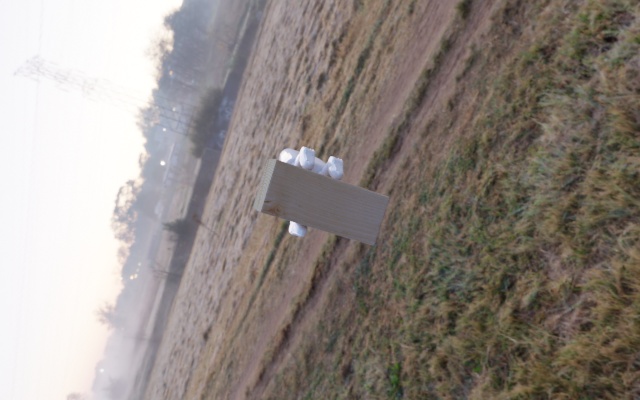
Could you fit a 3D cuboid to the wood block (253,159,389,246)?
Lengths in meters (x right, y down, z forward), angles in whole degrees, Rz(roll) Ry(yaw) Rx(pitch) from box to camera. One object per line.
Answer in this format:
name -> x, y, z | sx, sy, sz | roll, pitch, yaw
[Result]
wood block -> 0.000, 0.003, 0.827 | 0.206, 0.091, 0.090 | 17, 0, -17
